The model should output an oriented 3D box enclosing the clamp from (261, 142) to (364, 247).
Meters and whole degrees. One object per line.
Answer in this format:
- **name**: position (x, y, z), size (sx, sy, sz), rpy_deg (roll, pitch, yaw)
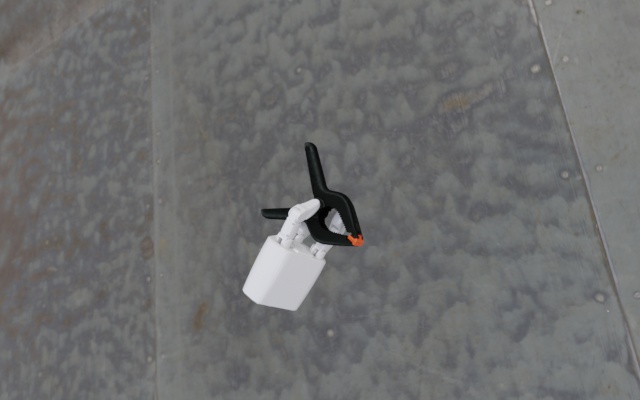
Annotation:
- **clamp**: position (0.000, 0.003, 0.835), size (0.210, 0.164, 0.036), rpy_deg (33, 10, 32)
